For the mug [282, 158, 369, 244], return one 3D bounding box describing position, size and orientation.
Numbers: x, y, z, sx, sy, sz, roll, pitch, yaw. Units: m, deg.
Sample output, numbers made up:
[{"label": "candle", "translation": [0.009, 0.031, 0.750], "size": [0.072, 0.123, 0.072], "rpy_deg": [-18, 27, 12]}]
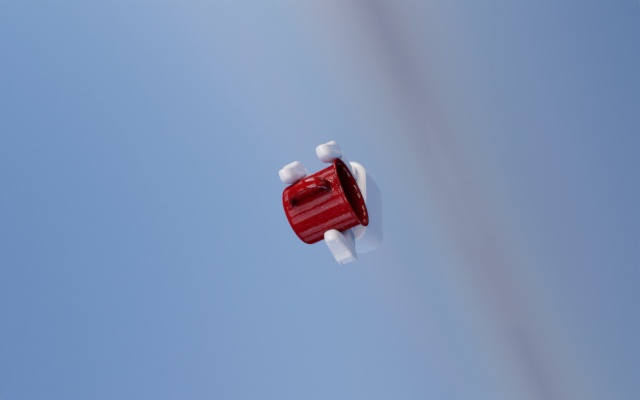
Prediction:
[{"label": "mug", "translation": [-0.001, 0.002, 0.593], "size": [0.081, 0.093, 0.117], "rpy_deg": [-24, -23, 16]}]
